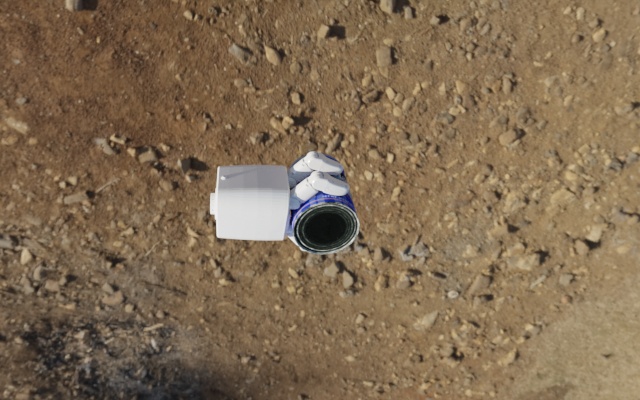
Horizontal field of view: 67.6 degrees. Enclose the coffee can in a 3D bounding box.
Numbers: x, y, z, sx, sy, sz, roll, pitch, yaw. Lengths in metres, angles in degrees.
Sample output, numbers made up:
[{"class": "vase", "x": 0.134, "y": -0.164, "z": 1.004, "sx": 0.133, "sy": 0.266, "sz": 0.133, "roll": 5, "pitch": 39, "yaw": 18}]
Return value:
[{"class": "coffee can", "x": 0.000, "y": 0.002, "z": 0.771, "sx": 0.103, "sy": 0.103, "sz": 0.140, "roll": 0, "pitch": 37, "yaw": -9}]
